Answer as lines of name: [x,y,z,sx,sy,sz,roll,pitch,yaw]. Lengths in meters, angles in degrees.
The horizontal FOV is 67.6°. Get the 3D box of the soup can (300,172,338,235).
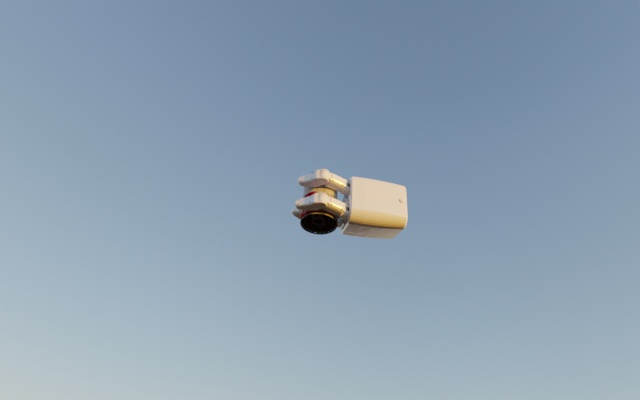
soup can: [0.000,0.003,0.893,0.068,0.102,0.069,3,-37,2]
